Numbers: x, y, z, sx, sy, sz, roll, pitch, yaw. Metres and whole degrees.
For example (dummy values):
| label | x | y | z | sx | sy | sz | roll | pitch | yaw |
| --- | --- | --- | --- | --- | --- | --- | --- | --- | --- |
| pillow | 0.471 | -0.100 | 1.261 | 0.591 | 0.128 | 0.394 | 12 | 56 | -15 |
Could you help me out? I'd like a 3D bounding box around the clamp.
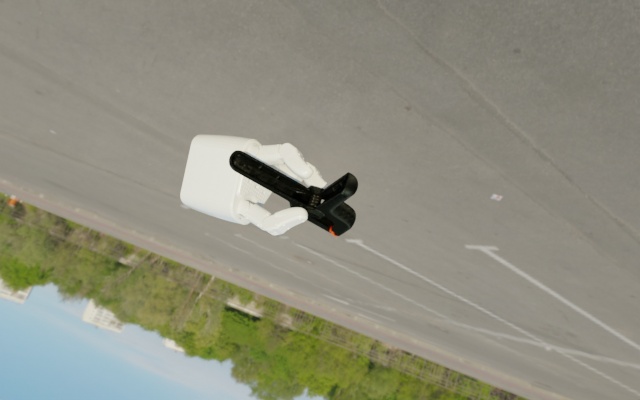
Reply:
| label | x | y | z | sx | sy | sz | roll | pitch | yaw |
| --- | --- | --- | --- | --- | --- | --- | --- | --- | --- |
| clamp | 0.000 | 0.003 | 0.613 | 0.164 | 0.036 | 0.210 | 12 | -18 | 31 |
